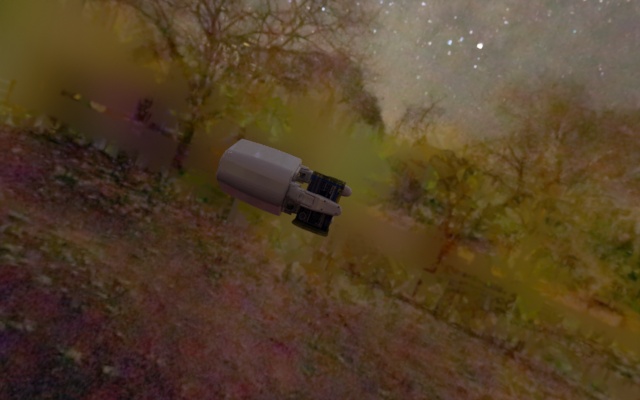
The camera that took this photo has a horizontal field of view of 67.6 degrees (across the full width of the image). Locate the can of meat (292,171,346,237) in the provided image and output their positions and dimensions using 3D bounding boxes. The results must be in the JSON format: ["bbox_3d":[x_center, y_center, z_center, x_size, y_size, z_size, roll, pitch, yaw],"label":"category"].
[{"bbox_3d":[0.000,0.002,0.732,0.057,0.084,0.102,21,4,1],"label":"can of meat"}]
